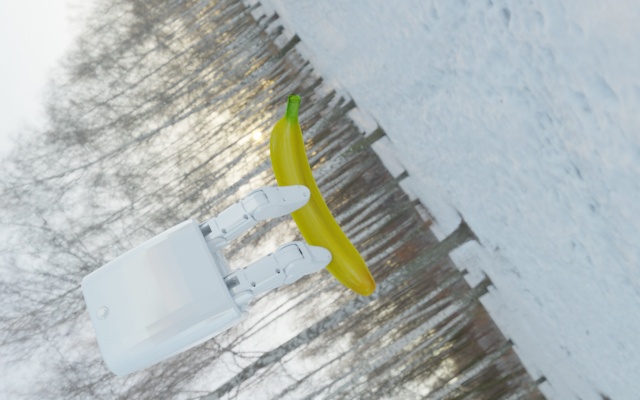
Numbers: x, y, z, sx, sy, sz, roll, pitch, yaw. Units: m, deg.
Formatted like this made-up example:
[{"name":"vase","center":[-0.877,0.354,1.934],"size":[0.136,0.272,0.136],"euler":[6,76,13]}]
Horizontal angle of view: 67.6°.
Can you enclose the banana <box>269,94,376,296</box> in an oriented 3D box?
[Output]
[{"name":"banana","center":[-0.007,0.003,0.459],"size":[0.037,0.198,0.070],"euler":[-21,-5,-23]}]
